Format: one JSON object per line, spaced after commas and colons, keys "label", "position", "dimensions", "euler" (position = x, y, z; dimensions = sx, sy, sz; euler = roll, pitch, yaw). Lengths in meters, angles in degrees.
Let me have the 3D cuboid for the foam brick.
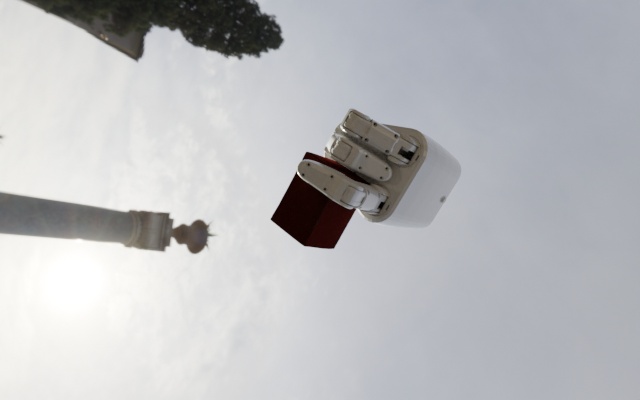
{"label": "foam brick", "position": [0.000, 0.002, 0.464], "dimensions": [0.053, 0.078, 0.051], "euler": [37, 14, 34]}
